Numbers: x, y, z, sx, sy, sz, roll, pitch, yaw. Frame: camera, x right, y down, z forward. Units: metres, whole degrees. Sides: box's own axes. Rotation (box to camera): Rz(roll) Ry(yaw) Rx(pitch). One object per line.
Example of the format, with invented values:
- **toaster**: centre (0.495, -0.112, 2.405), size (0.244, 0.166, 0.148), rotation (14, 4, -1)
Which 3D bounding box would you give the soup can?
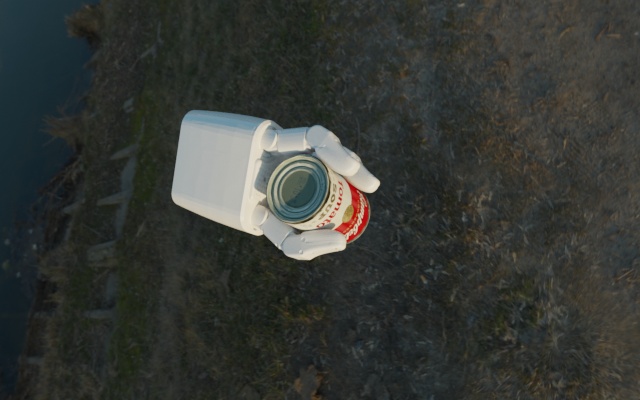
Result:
- **soup can**: centre (0.000, 0.002, 0.471), size (0.068, 0.068, 0.102), rotation (0, -15, 26)
